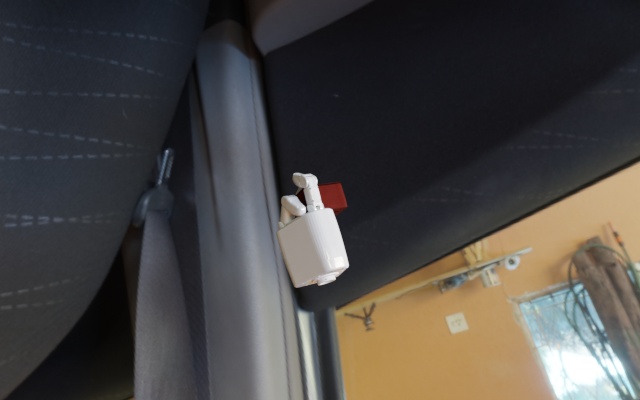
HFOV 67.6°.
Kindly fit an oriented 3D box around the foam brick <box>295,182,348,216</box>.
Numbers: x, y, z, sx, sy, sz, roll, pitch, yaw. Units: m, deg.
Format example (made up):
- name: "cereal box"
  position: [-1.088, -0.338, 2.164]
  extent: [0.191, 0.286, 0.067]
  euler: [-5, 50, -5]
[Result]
- name: "foam brick"
  position: [0.000, 0.003, 0.873]
  extent: [0.078, 0.051, 0.053]
  euler: [-9, -19, -31]
